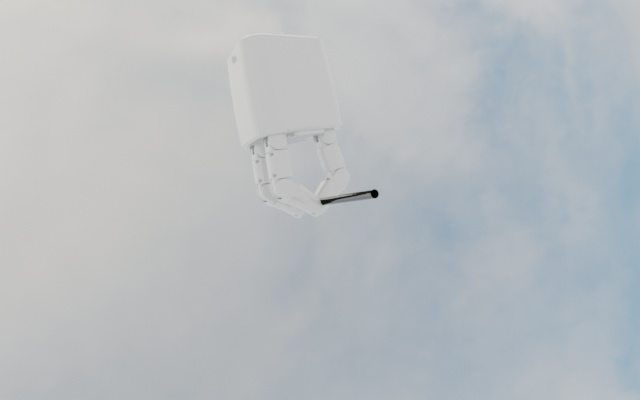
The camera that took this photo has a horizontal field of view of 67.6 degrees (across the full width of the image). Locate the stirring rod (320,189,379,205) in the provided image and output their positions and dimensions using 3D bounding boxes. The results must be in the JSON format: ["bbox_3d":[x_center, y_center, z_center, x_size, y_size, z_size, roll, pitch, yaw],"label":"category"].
[{"bbox_3d":[0.000,0.002,0.522,0.011,0.011,0.239,0,-4,-23],"label":"stirring rod"}]
